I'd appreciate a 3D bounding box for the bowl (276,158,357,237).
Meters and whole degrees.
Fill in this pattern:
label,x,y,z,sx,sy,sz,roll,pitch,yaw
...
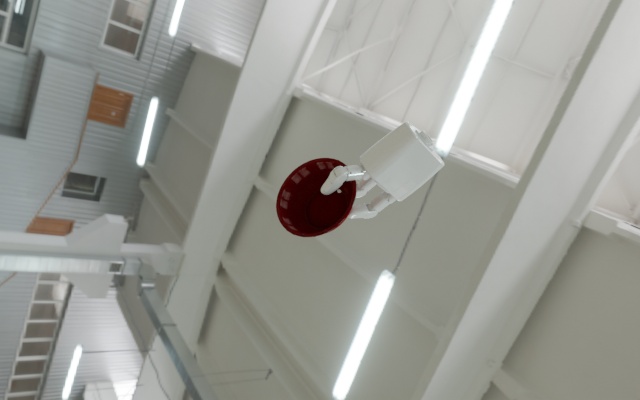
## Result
label,x,y,z,sx,sy,sz,roll,pitch,yaw
bowl,-0.001,0.004,0.890,0.162,0.162,0.055,0,-26,27
